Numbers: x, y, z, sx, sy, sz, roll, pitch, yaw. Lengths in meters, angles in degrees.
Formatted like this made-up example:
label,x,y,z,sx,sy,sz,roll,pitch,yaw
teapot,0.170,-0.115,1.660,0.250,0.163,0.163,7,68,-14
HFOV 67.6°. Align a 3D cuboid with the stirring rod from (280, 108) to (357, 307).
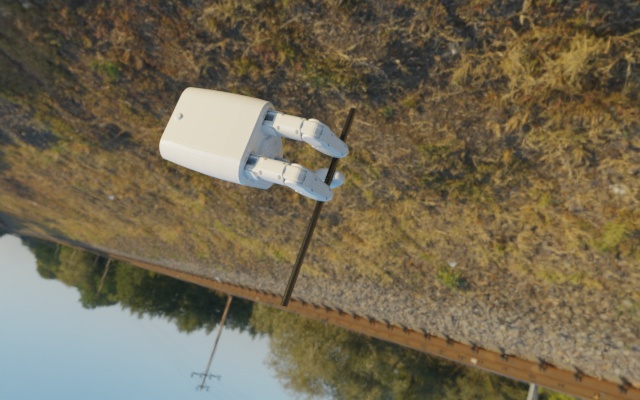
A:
label,x,y,z,sx,sy,sz,roll,pitch,yaw
stirring rod,0.000,0.002,0.533,0.011,0.239,0.011,18,-15,5
